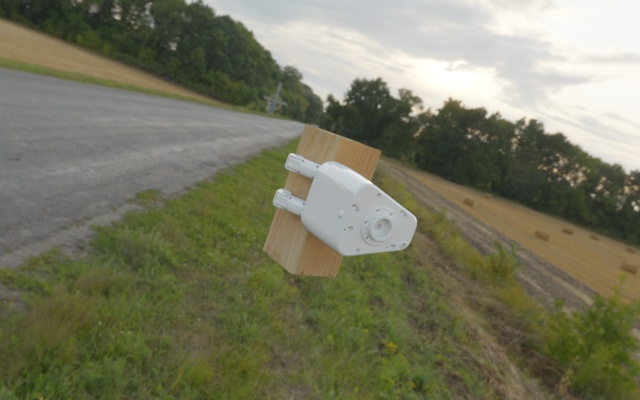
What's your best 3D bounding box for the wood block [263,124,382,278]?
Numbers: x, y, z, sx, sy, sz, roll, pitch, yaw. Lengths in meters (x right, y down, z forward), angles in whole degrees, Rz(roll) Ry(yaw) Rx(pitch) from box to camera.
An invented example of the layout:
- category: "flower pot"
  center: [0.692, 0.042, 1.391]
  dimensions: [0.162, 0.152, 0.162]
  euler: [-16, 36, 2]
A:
- category: "wood block"
  center: [0.001, 0.002, 0.723]
  dimensions: [0.091, 0.206, 0.090]
  euler: [12, 11, -40]
